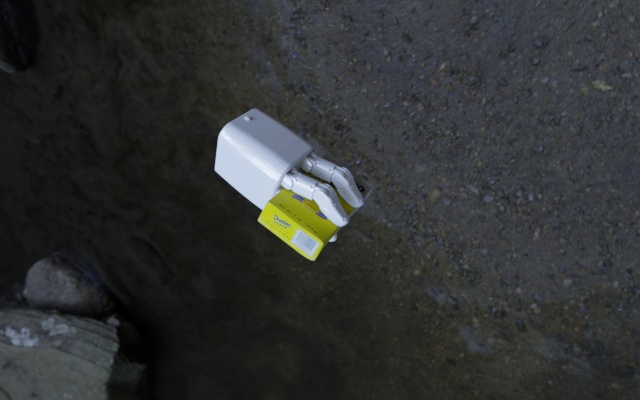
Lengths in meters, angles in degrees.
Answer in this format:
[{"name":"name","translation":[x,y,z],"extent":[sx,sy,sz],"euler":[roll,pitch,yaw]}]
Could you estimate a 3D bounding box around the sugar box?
[{"name":"sugar box","translation":[0.000,0.002,0.677],"extent":[0.093,0.048,0.176],"euler":[37,40,6]}]
